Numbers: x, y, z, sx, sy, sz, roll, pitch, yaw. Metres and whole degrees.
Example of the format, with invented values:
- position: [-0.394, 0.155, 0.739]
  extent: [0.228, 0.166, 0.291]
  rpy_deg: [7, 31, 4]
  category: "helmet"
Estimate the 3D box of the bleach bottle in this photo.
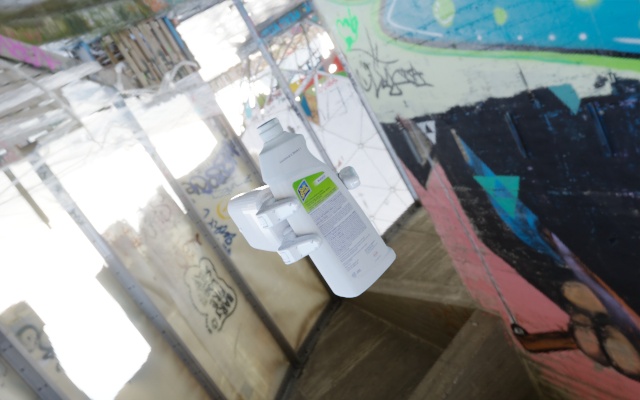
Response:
- position: [0.000, 0.002, 0.632]
  extent: [0.102, 0.251, 0.068]
  rpy_deg: [-40, 18, -30]
  category: "bleach bottle"
